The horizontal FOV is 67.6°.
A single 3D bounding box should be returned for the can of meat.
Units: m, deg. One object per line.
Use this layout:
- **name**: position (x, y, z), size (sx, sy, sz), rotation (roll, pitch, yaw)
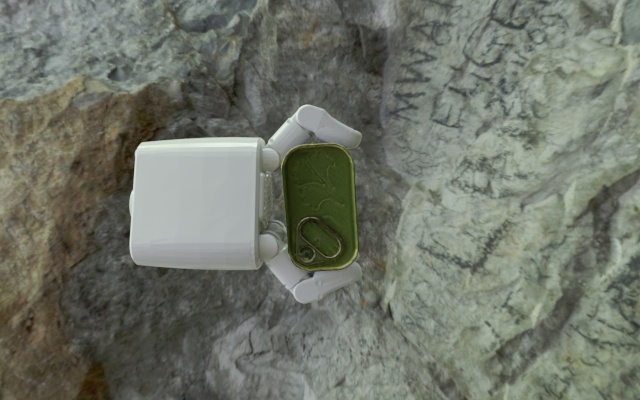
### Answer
- **can of meat**: position (0.000, 0.001, 0.416), size (0.057, 0.102, 0.084), rotation (-4, 7, 0)
